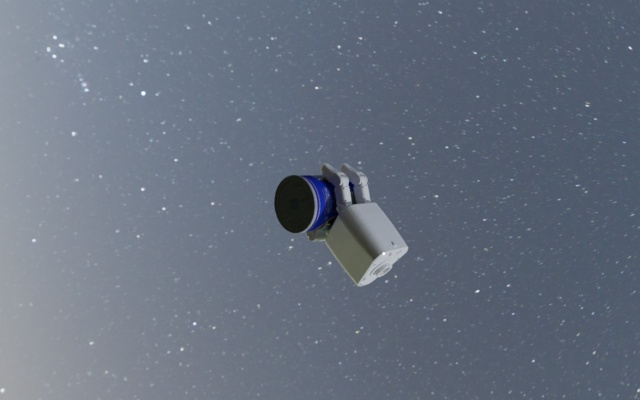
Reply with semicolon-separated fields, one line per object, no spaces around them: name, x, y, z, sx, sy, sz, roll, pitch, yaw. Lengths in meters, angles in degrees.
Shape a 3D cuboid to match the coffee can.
coffee can;0.000;0.003;0.883;0.103;0.103;0.140;0;3;43
